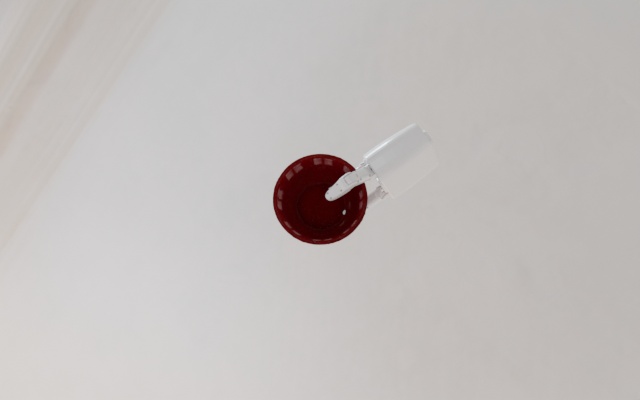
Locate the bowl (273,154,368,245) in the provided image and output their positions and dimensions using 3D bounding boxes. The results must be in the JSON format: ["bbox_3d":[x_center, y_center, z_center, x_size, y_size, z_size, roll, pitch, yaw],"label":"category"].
[{"bbox_3d":[-0.001,0.003,0.835,0.162,0.162,0.055,0,-16,2],"label":"bowl"}]
